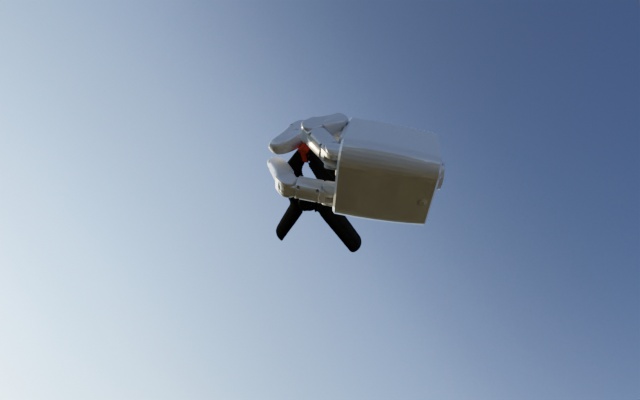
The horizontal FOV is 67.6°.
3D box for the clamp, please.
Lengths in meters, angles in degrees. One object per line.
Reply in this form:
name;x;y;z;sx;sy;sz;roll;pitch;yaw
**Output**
clamp;0.000;0.001;0.610;0.120;0.172;0.039;10;45;6
